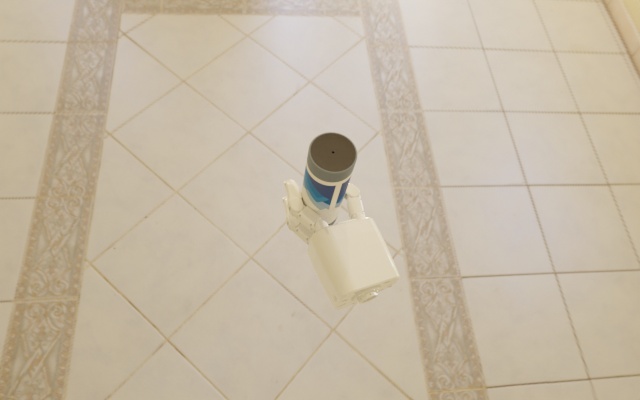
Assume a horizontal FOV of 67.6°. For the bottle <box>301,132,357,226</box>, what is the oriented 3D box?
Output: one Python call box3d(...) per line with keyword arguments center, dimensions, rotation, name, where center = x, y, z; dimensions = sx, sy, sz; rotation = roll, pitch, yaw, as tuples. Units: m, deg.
box3d(center=(0.000, 0.002, 0.768), dimensions=(0.069, 0.069, 0.296), rotation=(0, -27, -7), name="bottle")
